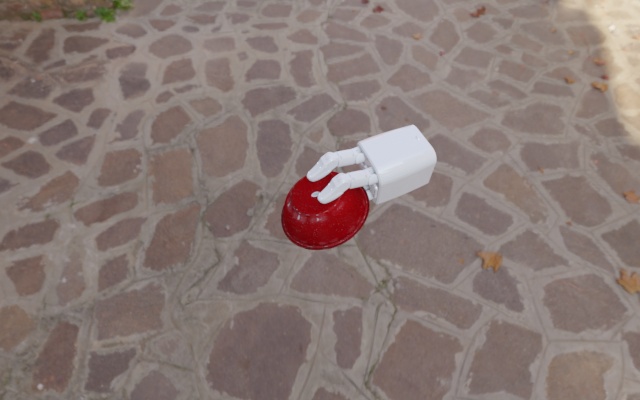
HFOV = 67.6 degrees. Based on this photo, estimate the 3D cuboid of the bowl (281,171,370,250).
[{"bbox_3d":[-0.001,0.003,0.818,0.162,0.162,0.055,0,-35,20],"label":"bowl"}]
